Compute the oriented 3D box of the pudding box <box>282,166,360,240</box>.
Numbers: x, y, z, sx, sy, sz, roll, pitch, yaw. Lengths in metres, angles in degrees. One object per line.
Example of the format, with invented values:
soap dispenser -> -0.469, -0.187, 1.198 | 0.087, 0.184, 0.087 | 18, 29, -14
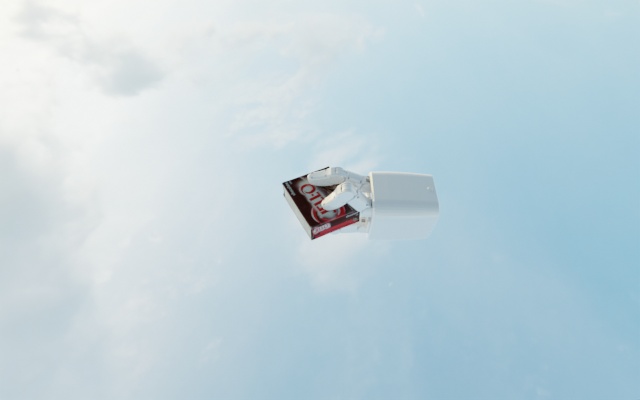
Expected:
pudding box -> 0.000, 0.003, 0.783 | 0.090, 0.039, 0.113 | -20, 49, -19
